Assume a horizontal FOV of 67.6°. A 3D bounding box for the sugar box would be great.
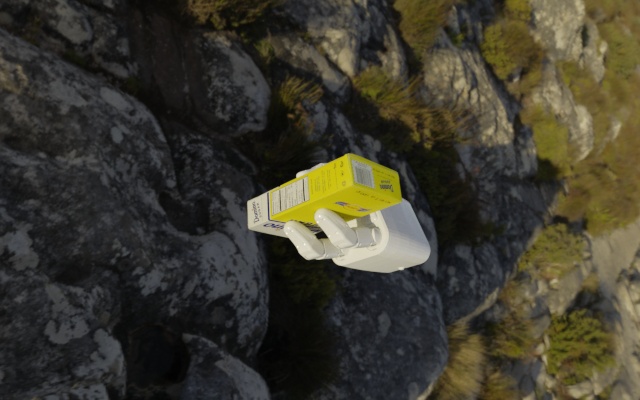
[{"bbox_3d":[0.000,0.002,0.584,0.093,0.048,0.176,16,-32,-43],"label":"sugar box"}]
